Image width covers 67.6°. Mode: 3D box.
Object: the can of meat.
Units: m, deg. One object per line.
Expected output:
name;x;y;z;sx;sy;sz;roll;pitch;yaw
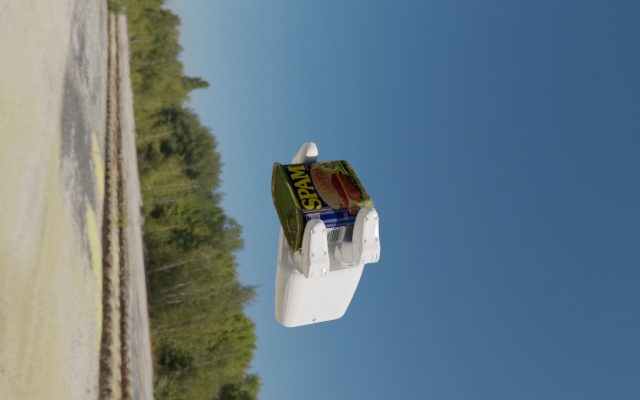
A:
can of meat;0.000;0.002;0.513;0.084;0.057;0.102;-6;44;-18
